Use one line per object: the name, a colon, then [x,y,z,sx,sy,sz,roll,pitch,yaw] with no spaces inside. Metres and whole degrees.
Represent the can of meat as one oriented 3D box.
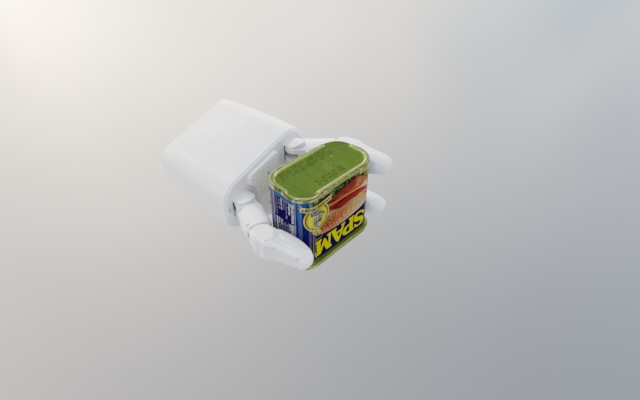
can of meat: [0.000,0.001,0.446,0.057,0.084,0.102,32,49,32]
